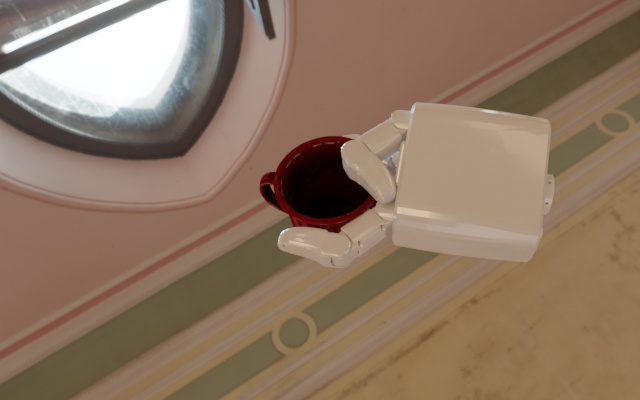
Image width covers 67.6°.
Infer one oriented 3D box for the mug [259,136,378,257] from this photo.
[{"bbox_3d":[-0.001,0.001,0.435,0.117,0.093,0.082,9,-33,15],"label":"mug"}]
